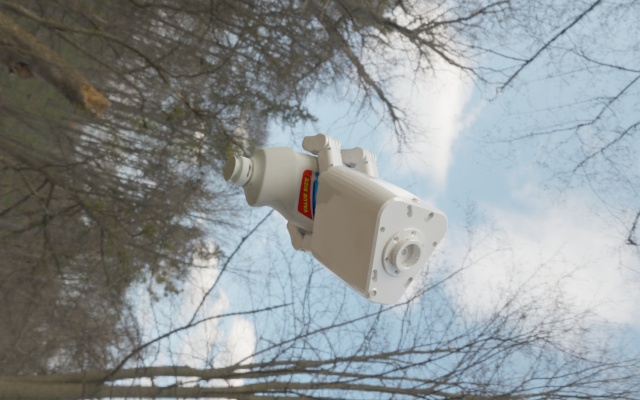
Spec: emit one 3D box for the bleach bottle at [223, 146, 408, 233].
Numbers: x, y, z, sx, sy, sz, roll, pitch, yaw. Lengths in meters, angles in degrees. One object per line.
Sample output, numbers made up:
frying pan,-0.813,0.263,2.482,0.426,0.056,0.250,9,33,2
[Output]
bleach bottle,0.000,0.002,0.578,0.251,0.102,0.068,16,11,-34
